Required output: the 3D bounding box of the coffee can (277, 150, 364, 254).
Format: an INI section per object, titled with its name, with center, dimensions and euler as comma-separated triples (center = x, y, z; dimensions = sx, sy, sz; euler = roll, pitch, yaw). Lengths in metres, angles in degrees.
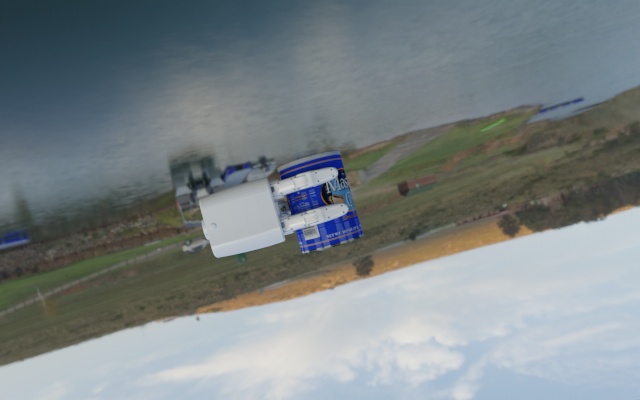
[coffee can]
center = 0.000, 0.002, 0.754
dimensions = 0.103, 0.140, 0.103
euler = -16, -1, 0
